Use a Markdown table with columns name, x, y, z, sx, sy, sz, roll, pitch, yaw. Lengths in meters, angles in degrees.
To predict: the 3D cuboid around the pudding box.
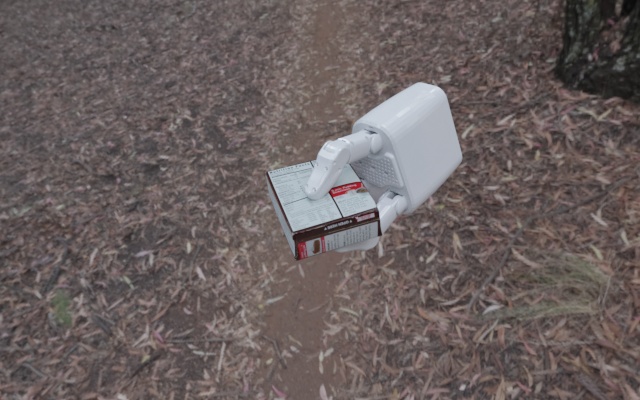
| name | x | y | z | sx | sy | sz | roll | pitch | yaw |
| --- | --- | --- | --- | --- | --- | --- | --- | --- | --- |
| pudding box | 0.000 | 0.001 | 0.486 | 0.090 | 0.039 | 0.113 | -16 | 38 | -10 |
